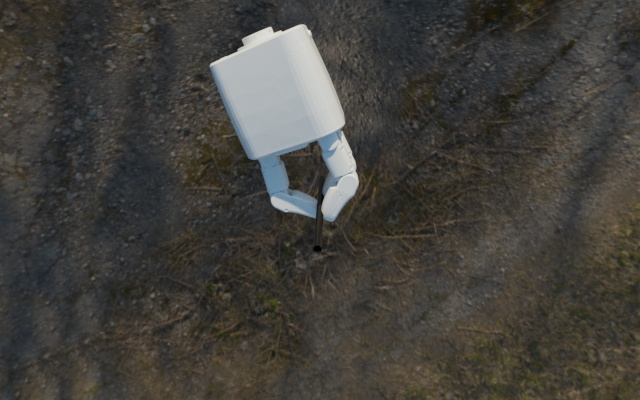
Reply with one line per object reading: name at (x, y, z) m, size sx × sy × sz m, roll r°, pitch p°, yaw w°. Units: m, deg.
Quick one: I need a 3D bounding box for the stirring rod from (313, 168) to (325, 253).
stirring rod at (0.000, 0.002, 0.542) m, size 0.011 × 0.011 × 0.239 m, roll 0°, pitch 21°, yaw 1°
